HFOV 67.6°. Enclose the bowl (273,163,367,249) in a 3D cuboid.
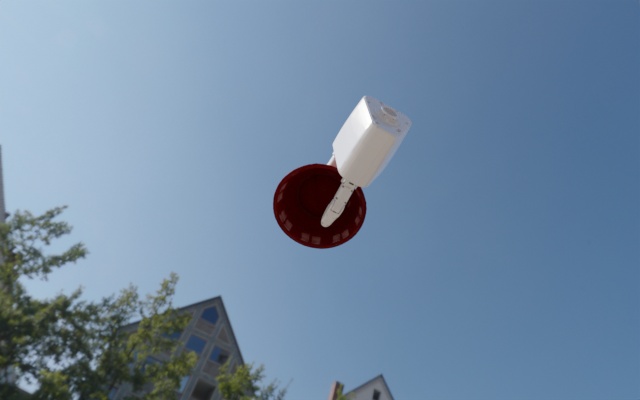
[{"bbox_3d":[-0.001,0.003,0.843,0.162,0.162,0.055,0,24,5],"label":"bowl"}]
